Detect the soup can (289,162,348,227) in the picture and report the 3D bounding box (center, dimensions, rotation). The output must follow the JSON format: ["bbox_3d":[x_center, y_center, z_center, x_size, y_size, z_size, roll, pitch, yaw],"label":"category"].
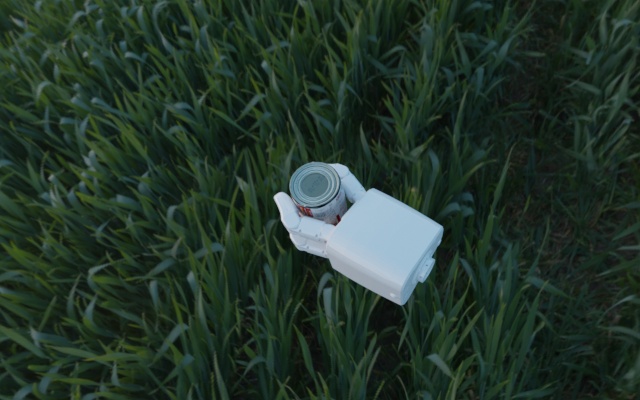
[{"bbox_3d":[0.000,0.002,0.645,0.068,0.068,0.102,0,-27,10],"label":"soup can"}]
